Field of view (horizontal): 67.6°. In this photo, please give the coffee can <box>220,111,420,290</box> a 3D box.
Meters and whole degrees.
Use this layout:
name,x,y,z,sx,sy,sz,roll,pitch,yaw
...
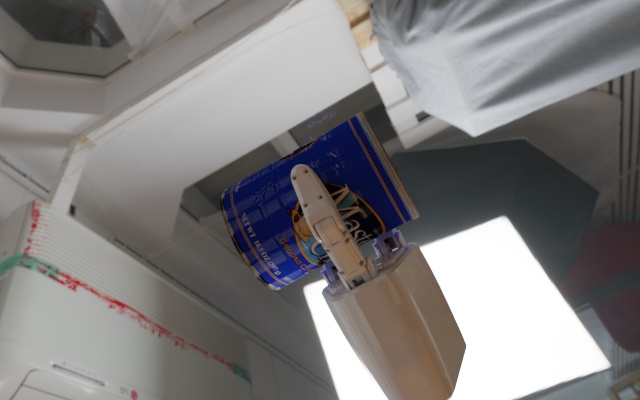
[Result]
name,x,y,z,sx,sy,sz,roll,pitch,yaw
coffee can,0.000,0.001,0.418,0.140,0.103,0.103,-29,-5,9
